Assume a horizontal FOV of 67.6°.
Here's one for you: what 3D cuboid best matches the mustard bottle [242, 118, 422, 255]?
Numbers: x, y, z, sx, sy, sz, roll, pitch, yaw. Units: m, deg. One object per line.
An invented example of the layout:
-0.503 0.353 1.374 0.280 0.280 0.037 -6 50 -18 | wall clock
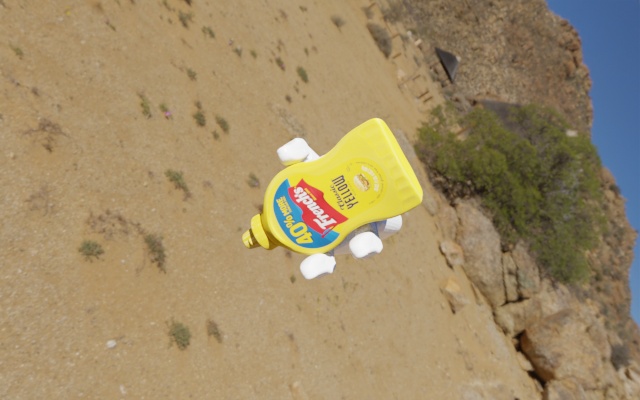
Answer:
0.000 0.002 0.493 0.191 0.096 0.058 -28 7 17 | mustard bottle
